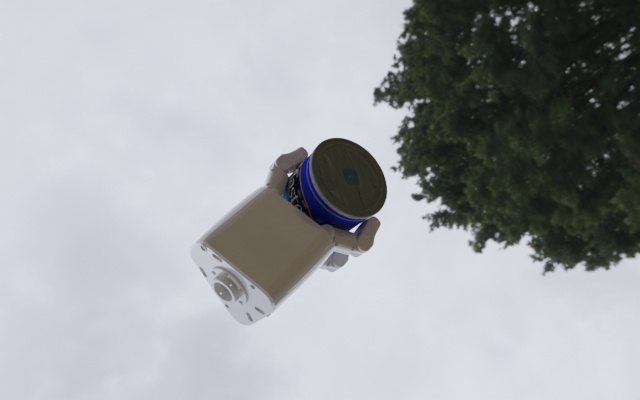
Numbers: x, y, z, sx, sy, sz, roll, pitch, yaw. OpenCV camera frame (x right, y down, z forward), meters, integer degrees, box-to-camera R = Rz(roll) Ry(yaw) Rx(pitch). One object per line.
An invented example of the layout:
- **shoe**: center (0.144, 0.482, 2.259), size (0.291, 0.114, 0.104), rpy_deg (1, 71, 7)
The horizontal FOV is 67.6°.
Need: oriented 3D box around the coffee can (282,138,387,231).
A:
- **coffee can**: center (0.000, 0.002, 0.593), size (0.103, 0.102, 0.140), rpy_deg (0, -25, -34)
